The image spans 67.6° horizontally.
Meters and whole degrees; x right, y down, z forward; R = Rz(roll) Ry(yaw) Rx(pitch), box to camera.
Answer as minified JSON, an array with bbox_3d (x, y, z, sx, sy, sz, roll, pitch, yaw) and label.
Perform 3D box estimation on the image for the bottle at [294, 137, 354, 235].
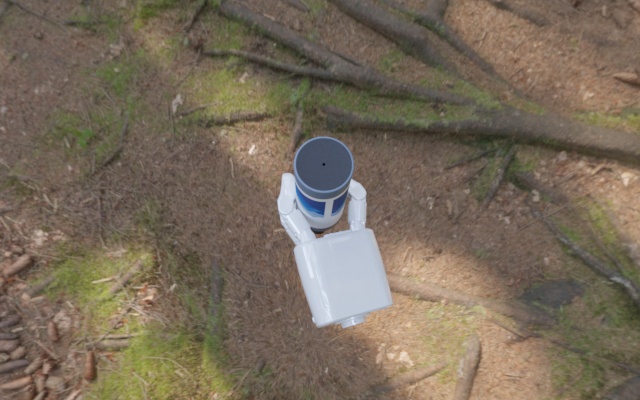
[{"bbox_3d":[0.000,0.002,0.663,0.069,0.069,0.296,0,-17,-1],"label":"bottle"}]
